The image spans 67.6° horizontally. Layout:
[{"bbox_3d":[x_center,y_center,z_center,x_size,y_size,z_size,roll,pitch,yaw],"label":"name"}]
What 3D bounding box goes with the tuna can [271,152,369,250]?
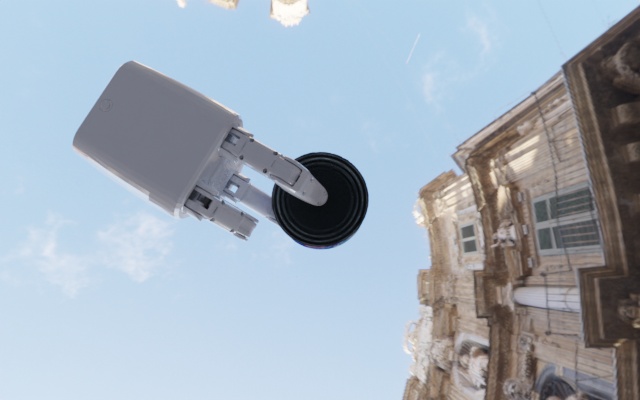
[{"bbox_3d":[0.000,0.002,0.435,0.086,0.086,0.034,0,-12,2],"label":"tuna can"}]
